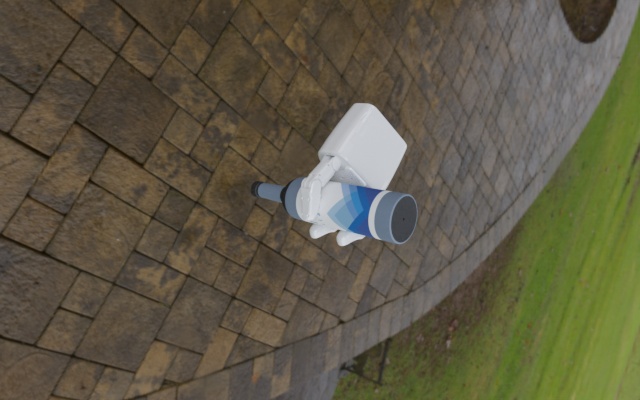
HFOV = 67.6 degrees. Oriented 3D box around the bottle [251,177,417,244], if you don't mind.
[{"bbox_3d":[0.000,0.002,0.717,0.295,0.069,0.069,11,8,41],"label":"bottle"}]
